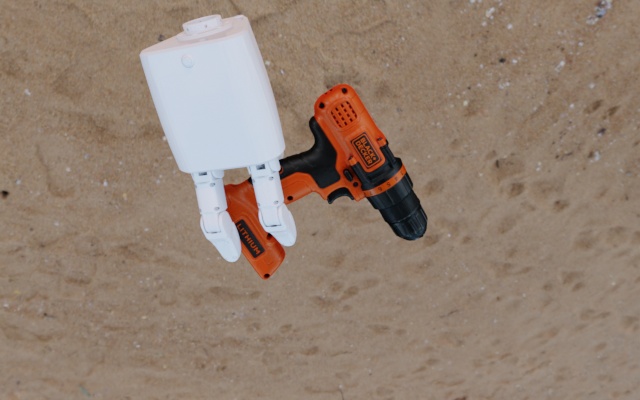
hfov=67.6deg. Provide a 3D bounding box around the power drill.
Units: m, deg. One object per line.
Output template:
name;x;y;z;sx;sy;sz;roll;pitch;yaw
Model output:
power drill;0.000;0.002;0.498;0.187;0.184;0.057;-33;15;3
